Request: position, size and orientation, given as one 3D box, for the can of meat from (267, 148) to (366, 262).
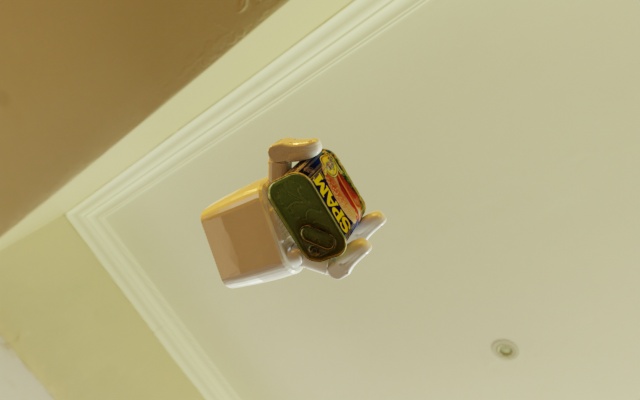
[{"bbox_3d":[0.000,0.001,0.526,0.057,0.102,0.084,-23,15,31],"label":"can of meat"}]
